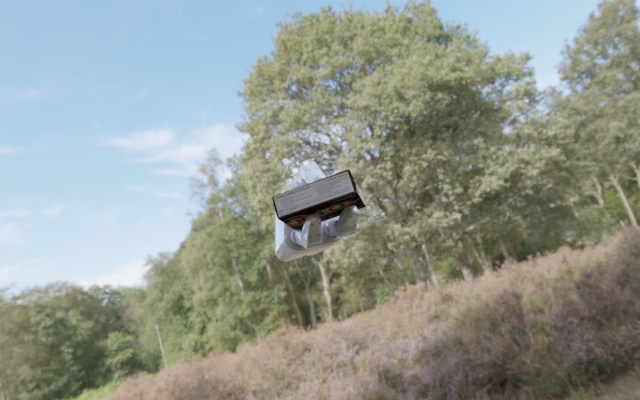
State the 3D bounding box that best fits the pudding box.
[{"bbox_3d":[0.000,0.002,0.660,0.113,0.039,0.090,-21,-16,7],"label":"pudding box"}]
